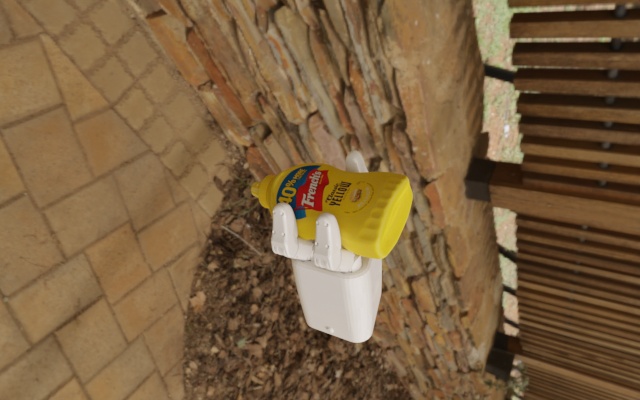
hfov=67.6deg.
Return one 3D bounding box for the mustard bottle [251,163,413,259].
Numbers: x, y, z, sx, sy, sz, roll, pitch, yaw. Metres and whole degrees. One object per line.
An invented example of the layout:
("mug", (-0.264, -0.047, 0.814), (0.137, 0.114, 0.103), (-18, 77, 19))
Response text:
("mustard bottle", (0.000, 0.002, 0.544), (0.191, 0.096, 0.058), (11, -32, 31))
